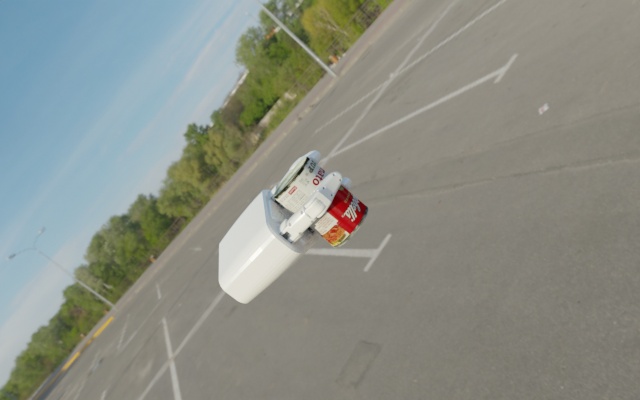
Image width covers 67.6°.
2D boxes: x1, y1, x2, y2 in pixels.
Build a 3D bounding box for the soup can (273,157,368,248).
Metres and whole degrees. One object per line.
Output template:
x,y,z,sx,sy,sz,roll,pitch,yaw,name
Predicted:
0.000,0.001,0.600,0.102,0.068,0.068,40,-10,-11,soup can
